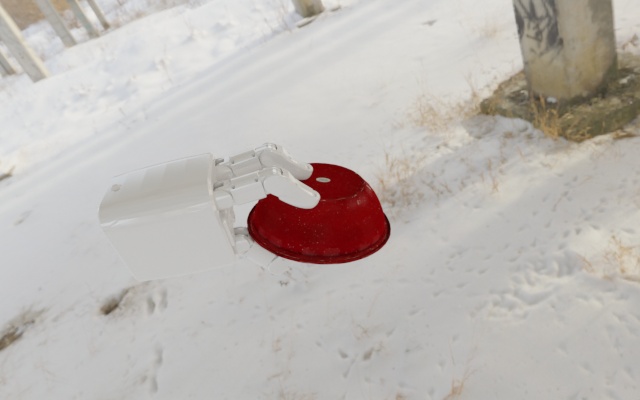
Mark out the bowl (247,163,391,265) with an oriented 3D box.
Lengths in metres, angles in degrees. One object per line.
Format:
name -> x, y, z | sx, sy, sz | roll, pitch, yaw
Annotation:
bowl -> 0.001, 0.001, 0.524 | 0.162, 0.055, 0.162 | 3, 28, -2
